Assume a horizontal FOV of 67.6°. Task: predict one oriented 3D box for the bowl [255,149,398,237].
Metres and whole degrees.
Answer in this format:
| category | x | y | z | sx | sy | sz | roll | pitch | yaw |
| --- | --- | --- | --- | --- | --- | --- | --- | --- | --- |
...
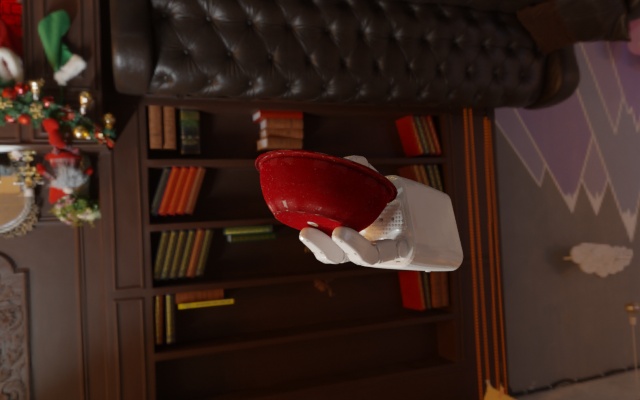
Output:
| category | x | y | z | sx | sy | sz | roll | pitch | yaw |
| --- | --- | --- | --- | --- | --- | --- | --- | --- | --- |
| bowl | -0.001 | 0.002 | 0.526 | 0.162 | 0.055 | 0.162 | 13 | -16 | 4 |
